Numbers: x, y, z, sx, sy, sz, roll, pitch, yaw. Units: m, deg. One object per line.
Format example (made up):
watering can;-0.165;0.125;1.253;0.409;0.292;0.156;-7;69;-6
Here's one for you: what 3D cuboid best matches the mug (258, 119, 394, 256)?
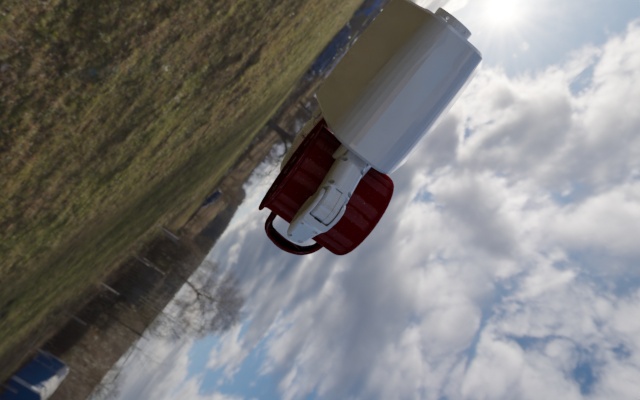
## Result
mug;-0.001;0.003;0.407;0.081;0.117;0.093;36;21;-9
